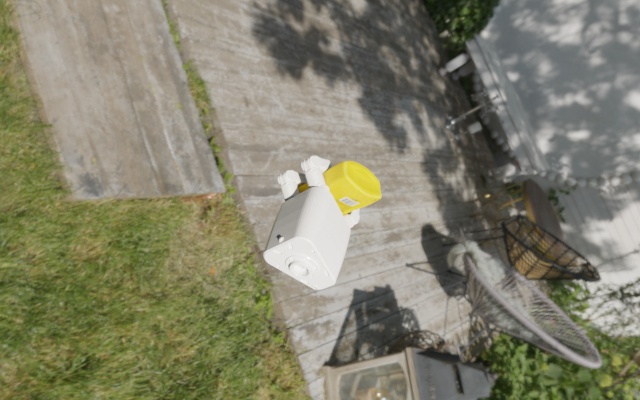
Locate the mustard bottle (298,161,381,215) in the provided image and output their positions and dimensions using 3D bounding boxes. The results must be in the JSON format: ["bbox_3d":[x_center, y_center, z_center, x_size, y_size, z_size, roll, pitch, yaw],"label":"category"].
[{"bbox_3d":[0.000,0.002,0.799,0.192,0.058,0.096,-27,-36,35],"label":"mustard bottle"}]
